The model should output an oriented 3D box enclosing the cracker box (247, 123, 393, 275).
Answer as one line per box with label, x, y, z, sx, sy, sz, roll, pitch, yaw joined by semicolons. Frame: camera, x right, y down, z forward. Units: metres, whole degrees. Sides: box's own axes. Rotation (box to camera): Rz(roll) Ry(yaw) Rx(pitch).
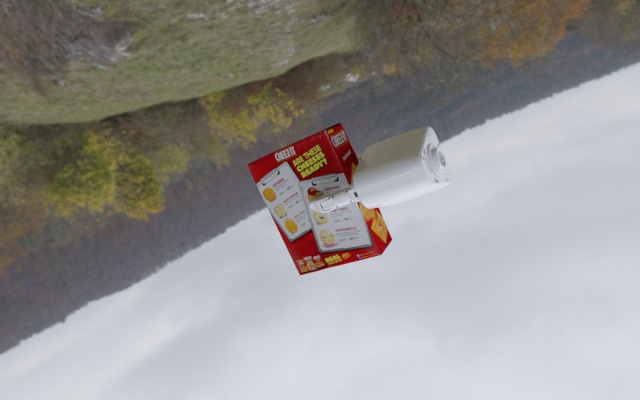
cracker box;0.000;0.003;0.790;0.164;0.214;0.072;-19;10;31
